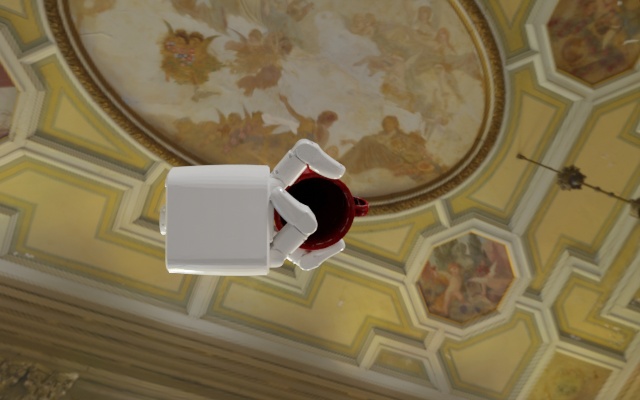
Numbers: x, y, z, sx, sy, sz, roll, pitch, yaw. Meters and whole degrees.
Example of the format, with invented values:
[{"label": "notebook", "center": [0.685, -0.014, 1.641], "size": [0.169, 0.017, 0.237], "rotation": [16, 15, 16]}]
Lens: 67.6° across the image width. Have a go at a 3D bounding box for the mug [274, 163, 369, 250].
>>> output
[{"label": "mug", "center": [0.002, 0.002, 0.577], "size": [0.117, 0.093, 0.081], "rotation": [2, 17, -8]}]
